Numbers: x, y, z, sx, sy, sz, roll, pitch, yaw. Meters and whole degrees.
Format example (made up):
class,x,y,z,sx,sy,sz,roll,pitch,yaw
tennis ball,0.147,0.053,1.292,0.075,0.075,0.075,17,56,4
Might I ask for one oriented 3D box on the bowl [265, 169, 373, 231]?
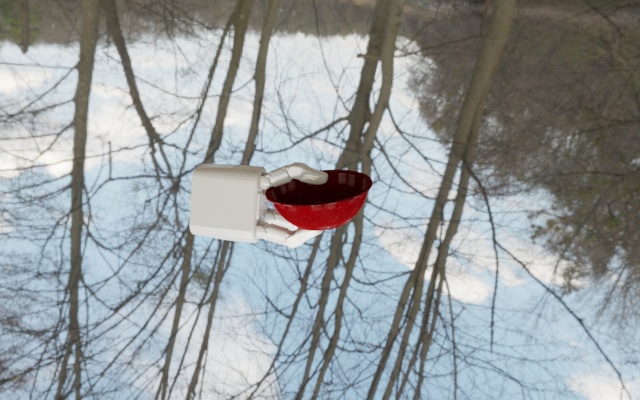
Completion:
class,x,y,z,sx,sy,sz,roll,pitch,yaw
bowl,0.001,0.003,0.720,0.162,0.055,0.162,-6,20,2
